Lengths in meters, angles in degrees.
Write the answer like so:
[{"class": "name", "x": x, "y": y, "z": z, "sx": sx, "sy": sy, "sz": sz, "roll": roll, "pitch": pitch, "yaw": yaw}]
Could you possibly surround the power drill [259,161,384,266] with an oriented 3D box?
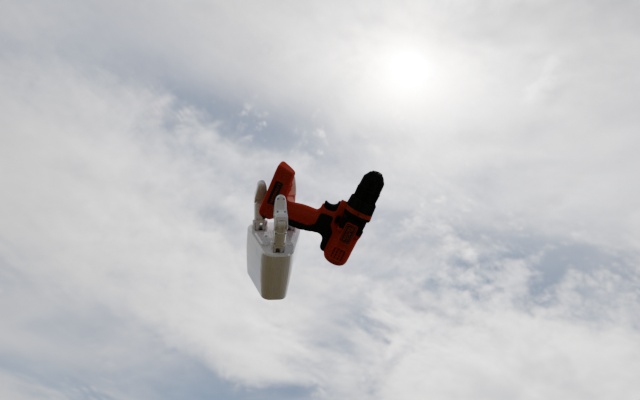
[{"class": "power drill", "x": 0.000, "y": 0.003, "z": 0.844, "sx": 0.187, "sy": 0.184, "sz": 0.057, "roll": 26, "pitch": 10, "yaw": 1}]
